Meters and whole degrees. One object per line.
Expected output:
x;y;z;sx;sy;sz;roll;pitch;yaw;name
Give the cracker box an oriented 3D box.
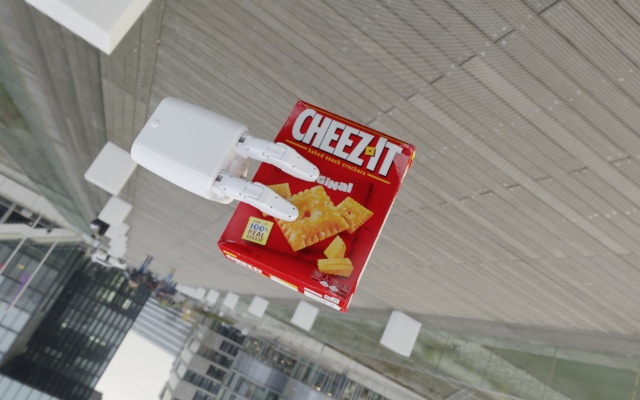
0.000;0.002;0.581;0.164;0.213;0.072;24;-19;8;cracker box
